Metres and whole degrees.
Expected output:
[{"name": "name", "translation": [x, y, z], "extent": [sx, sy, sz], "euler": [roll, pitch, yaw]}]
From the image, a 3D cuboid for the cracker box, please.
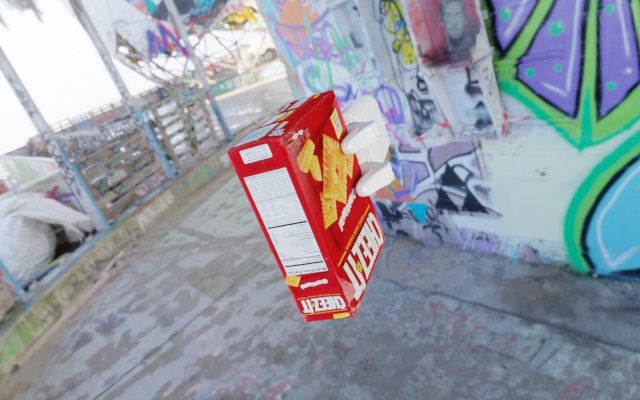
[{"name": "cracker box", "translation": [0.000, 0.002, 0.546], "extent": [0.072, 0.214, 0.164], "euler": [-12, 22, 27]}]
